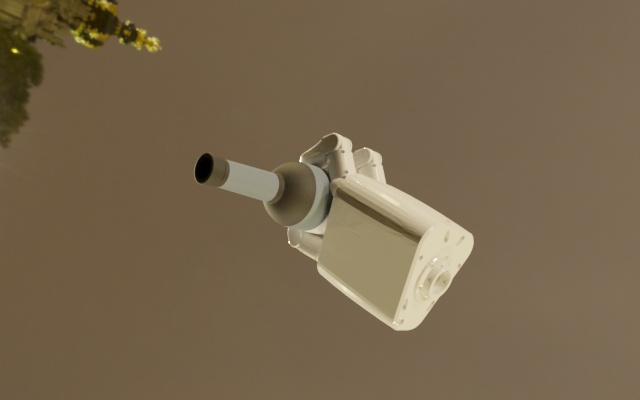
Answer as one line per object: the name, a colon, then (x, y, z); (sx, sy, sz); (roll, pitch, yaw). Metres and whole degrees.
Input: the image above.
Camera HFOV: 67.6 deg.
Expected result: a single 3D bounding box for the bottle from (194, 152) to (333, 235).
bottle: (0.000, 0.002, 0.500); (0.069, 0.069, 0.296); (0, -11, 42)
